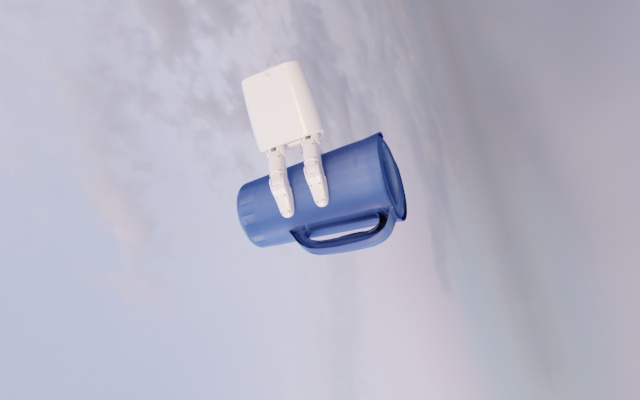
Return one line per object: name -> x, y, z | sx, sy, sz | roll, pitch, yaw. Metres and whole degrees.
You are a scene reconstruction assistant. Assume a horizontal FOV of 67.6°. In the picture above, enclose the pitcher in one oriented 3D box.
pitcher -> 0.000, 0.002, 0.715 | 0.243, 0.145, 0.149 | -16, 4, 19
